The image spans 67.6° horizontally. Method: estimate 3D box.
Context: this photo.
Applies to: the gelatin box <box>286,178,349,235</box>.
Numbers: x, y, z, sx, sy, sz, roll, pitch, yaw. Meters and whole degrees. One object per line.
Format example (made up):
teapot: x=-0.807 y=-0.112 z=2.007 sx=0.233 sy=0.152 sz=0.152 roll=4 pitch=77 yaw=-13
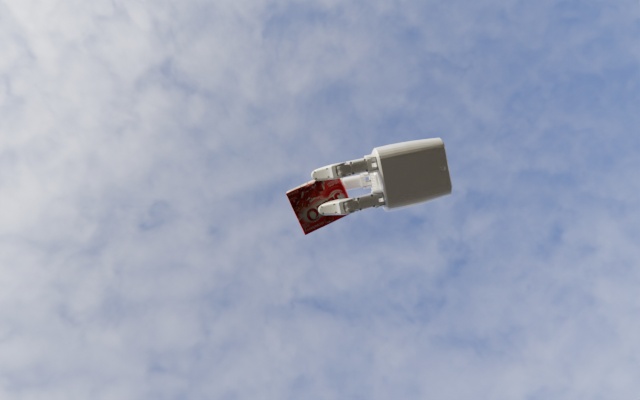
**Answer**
gelatin box: x=0.000 y=0.003 z=0.754 sx=0.089 sy=0.073 sz=0.030 roll=-25 pitch=6 yaw=2
